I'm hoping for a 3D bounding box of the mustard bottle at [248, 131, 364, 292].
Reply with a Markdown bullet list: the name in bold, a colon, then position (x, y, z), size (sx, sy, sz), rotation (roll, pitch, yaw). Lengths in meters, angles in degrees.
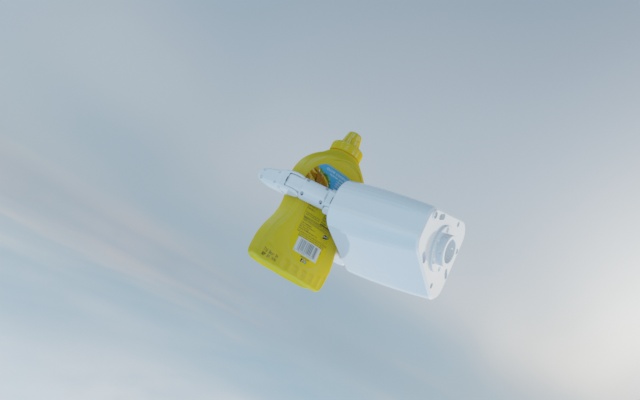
- **mustard bottle**: position (0.000, 0.002, 0.559), size (0.096, 0.191, 0.058), rotation (35, -16, -26)
